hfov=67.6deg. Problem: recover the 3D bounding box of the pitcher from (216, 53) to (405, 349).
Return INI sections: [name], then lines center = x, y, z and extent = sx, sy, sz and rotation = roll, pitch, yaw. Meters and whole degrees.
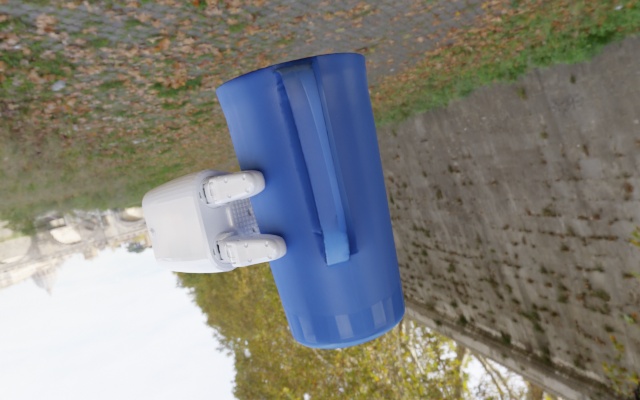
[pitcher]
center = 0.000, 0.001, 0.421
extent = 0.145, 0.243, 0.149
rotation = -9, 7, 40
